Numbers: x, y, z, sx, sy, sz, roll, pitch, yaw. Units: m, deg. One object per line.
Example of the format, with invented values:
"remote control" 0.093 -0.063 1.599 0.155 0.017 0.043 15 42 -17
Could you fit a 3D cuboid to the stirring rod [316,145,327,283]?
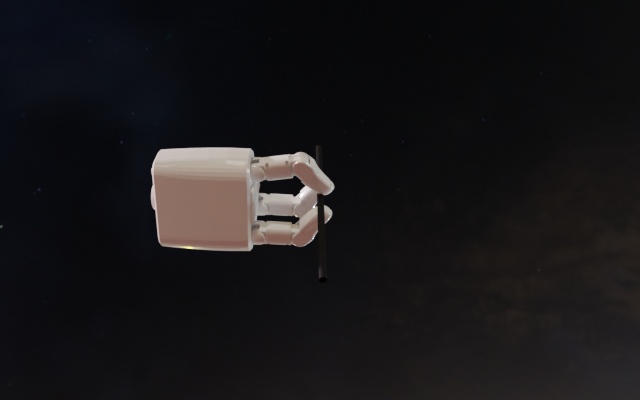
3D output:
"stirring rod" 0.000 0.002 0.542 0.011 0.011 0.239 0 37 -1
